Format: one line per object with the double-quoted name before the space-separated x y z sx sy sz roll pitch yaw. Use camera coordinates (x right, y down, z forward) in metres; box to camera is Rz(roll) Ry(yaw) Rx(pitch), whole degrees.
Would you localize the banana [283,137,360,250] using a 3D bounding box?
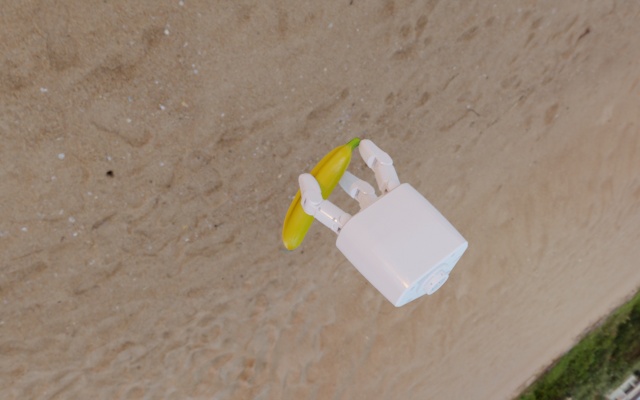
"banana" -0.008 0.000 0.657 0.037 0.198 0.069 45 24 24
